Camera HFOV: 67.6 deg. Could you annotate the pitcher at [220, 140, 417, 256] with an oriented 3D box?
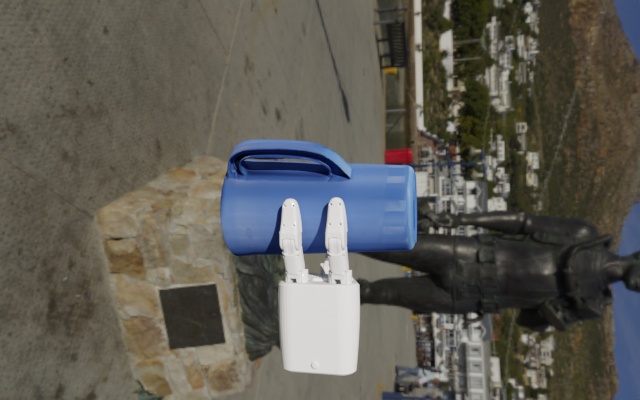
[{"bbox_3d":[0.000,0.002,0.620,0.243,0.145,0.149,0,-4,13],"label":"pitcher"}]
